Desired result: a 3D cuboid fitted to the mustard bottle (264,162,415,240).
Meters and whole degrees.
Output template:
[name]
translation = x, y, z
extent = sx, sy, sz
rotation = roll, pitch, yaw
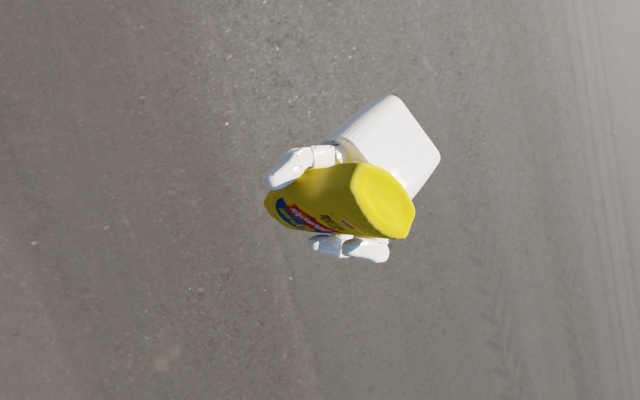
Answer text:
[mustard bottle]
translation = 0.000, 0.002, 0.517
extent = 0.191, 0.058, 0.096
rotation = 0, -29, 49
